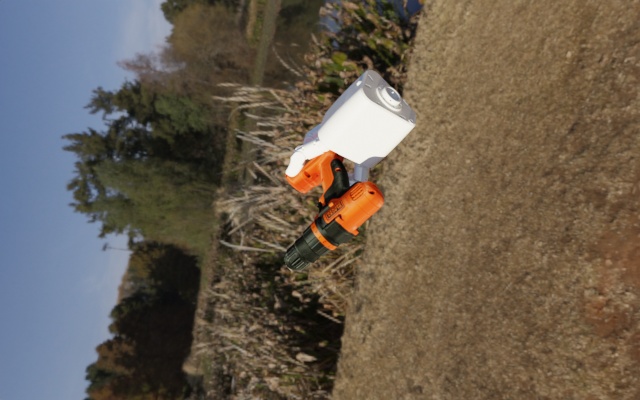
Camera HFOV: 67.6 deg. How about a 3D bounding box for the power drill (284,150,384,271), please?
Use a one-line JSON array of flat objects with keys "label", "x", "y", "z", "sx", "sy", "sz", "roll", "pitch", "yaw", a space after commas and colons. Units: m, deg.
[{"label": "power drill", "x": 0.000, "y": 0.002, "z": 0.764, "sx": 0.057, "sy": 0.184, "sz": 0.187, "roll": 39, "pitch": 18, "yaw": -39}]
